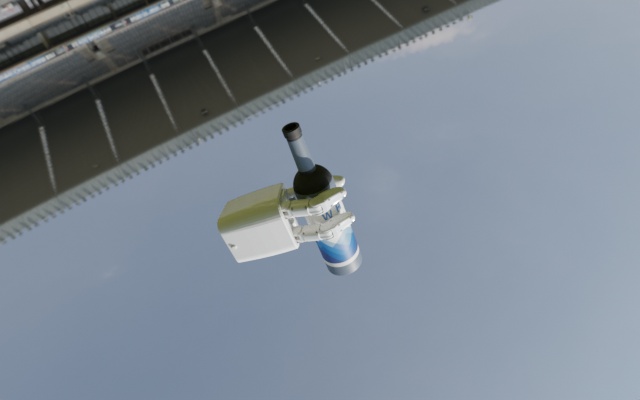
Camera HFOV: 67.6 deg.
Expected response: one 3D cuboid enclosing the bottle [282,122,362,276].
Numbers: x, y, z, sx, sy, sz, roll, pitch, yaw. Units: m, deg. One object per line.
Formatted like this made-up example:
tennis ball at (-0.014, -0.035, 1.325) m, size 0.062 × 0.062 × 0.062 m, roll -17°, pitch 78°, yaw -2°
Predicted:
bottle at (0.000, 0.003, 0.782) m, size 0.069 × 0.296 × 0.069 m, roll -14°, pitch 38°, yaw 11°
